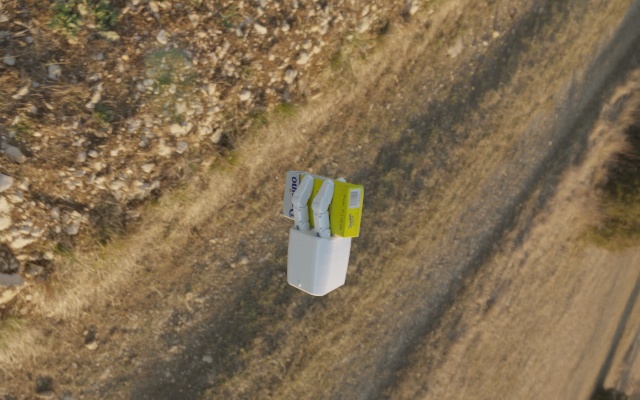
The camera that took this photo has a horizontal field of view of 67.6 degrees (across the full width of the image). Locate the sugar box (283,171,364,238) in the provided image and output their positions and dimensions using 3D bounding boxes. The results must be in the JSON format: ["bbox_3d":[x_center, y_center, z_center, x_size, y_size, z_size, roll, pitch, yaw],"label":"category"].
[{"bbox_3d":[0.000,0.003,0.887,0.048,0.093,0.176,-3,13,-44],"label":"sugar box"}]
